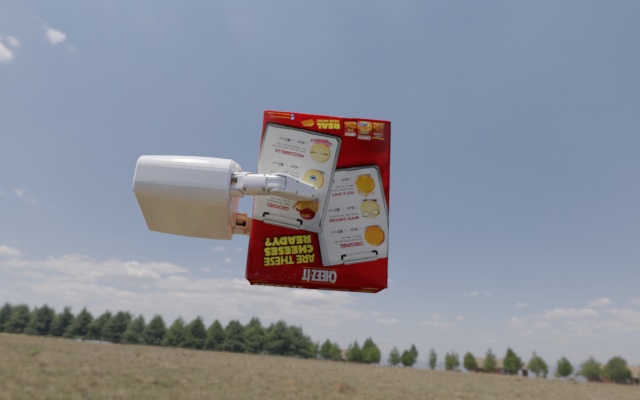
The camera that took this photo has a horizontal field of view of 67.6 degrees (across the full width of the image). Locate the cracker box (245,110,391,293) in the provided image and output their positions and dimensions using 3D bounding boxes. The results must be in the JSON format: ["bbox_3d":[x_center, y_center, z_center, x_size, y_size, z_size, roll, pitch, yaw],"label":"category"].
[{"bbox_3d":[0.000,0.002,0.596,0.164,0.213,0.072,5,-17,-2],"label":"cracker box"}]
